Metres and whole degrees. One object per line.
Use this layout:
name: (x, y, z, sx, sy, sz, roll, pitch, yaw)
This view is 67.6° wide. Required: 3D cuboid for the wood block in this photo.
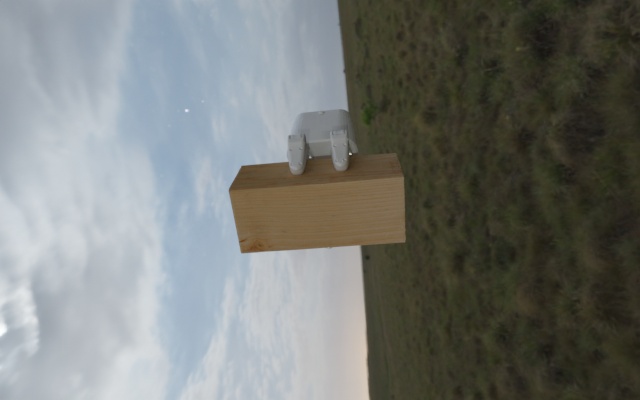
wood block: (0.000, 0.002, 0.612, 0.206, 0.091, 0.090, -5, 24, 4)
